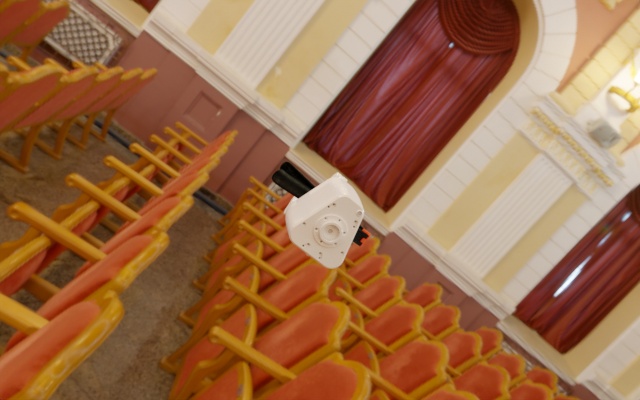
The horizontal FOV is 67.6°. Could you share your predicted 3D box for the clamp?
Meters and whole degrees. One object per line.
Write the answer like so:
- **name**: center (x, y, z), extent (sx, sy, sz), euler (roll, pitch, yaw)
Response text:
- **clamp**: center (0.001, 0.003, 0.850), extent (0.210, 0.036, 0.164), euler (39, 9, -13)
